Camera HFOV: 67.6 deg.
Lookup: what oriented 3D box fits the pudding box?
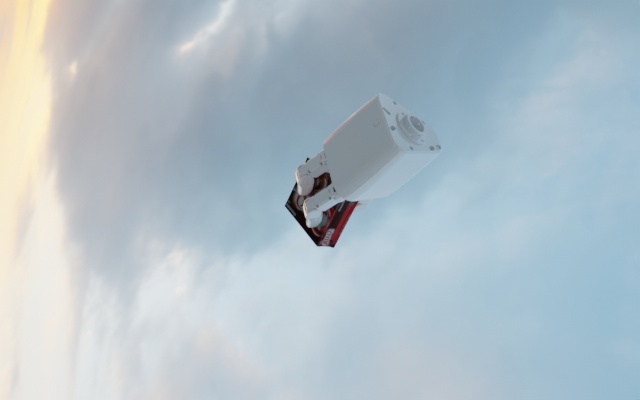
[{"bbox_3d":[0.000,0.002,0.707,0.039,0.090,0.113,12,24,-37],"label":"pudding box"}]
